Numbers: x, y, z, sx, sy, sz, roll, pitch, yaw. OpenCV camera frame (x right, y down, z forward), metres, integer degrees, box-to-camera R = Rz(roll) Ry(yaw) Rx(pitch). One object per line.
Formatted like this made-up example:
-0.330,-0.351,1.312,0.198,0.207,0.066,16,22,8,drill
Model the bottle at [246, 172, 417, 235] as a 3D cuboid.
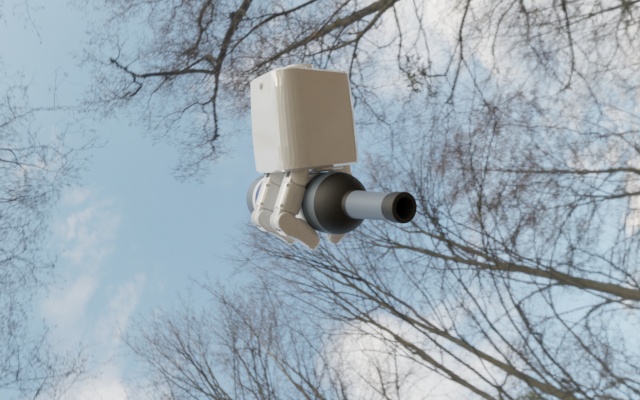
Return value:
0.000,0.002,0.535,0.069,0.069,0.295,0,2,-29,bottle
